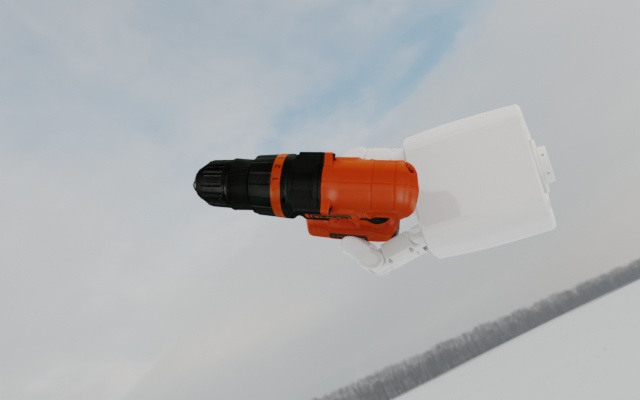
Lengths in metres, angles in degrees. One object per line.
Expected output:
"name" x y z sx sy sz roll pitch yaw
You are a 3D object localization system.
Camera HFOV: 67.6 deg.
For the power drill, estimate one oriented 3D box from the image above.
"power drill" 0.000 0.001 0.448 0.184 0.057 0.188 4 -8 14
